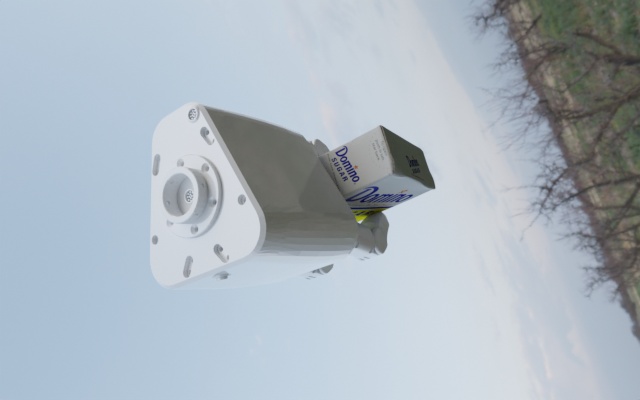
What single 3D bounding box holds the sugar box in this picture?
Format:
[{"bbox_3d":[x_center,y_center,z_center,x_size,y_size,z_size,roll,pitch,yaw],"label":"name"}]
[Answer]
[{"bbox_3d":[0.000,0.002,0.410,0.176,0.048,0.093,-23,-17,27],"label":"sugar box"}]
